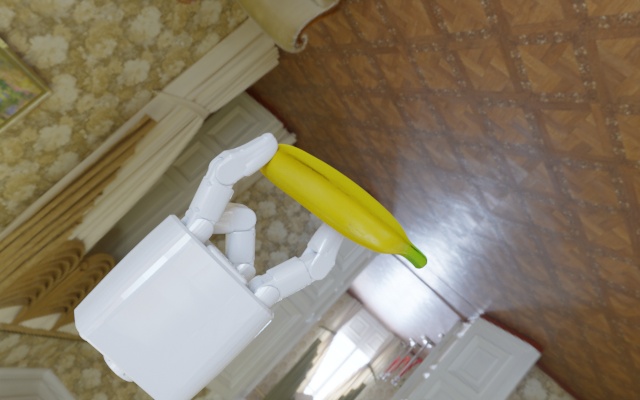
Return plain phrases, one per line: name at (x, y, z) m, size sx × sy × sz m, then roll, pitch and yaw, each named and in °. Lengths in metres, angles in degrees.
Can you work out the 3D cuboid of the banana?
banana at (-0.003, -0.007, 0.390) m, size 0.197 × 0.037 × 0.070 m, roll 37°, pitch -15°, yaw 35°
